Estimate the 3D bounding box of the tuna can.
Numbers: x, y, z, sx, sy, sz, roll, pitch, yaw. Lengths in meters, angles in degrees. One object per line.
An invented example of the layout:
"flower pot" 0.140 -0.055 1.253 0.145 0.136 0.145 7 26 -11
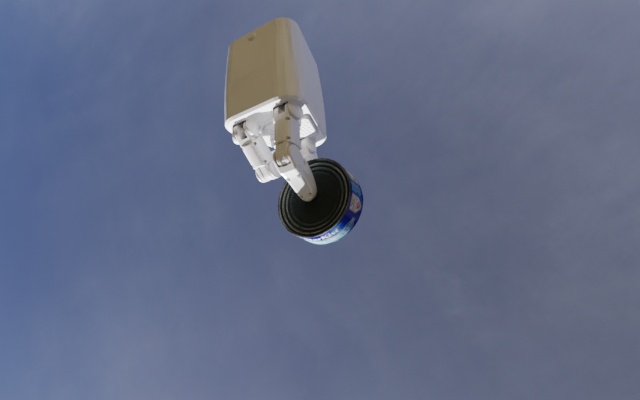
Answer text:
"tuna can" 0.000 0.002 0.495 0.086 0.086 0.034 0 -19 32
